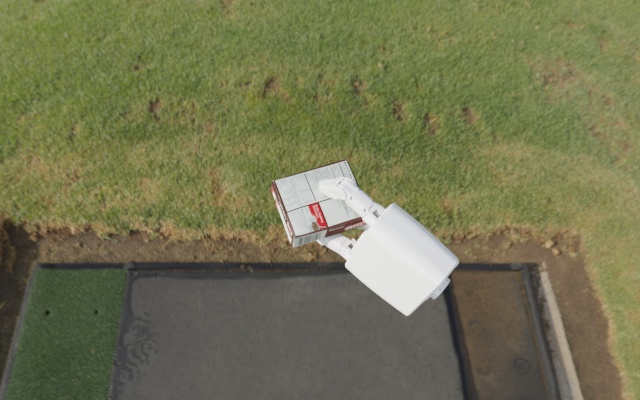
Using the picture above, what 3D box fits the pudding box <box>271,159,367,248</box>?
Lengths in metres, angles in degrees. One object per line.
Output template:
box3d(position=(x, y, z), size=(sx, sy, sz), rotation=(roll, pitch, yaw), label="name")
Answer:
box3d(position=(0.000, 0.002, 0.643), size=(0.113, 0.090, 0.039), rotation=(-16, -22, -16), label="pudding box")
